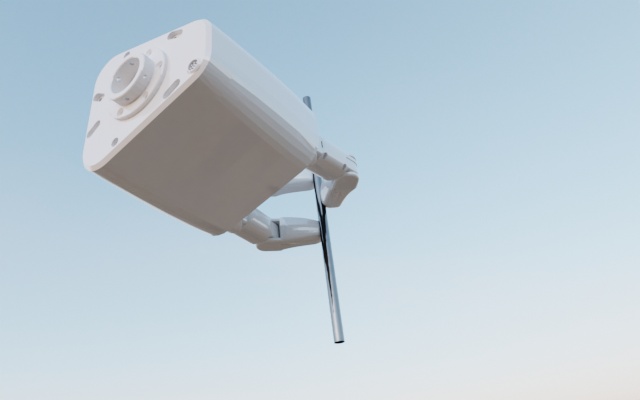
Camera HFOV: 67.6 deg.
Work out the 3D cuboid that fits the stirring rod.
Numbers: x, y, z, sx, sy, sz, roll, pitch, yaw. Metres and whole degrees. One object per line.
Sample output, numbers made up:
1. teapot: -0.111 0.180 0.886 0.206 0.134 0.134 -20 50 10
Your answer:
1. stirring rod: 0.000 0.001 0.409 0.011 0.239 0.011 -6 -31 -3
